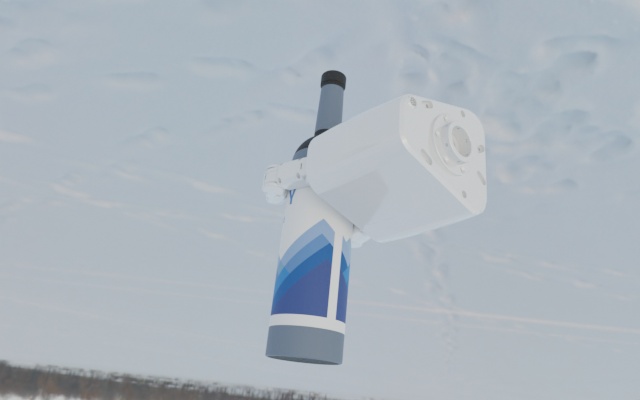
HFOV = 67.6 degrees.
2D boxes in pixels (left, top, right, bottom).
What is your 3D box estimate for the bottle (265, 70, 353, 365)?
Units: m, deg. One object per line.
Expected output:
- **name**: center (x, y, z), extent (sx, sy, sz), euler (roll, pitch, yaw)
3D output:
- **bottle**: center (0.000, 0.002, 0.464), extent (0.069, 0.295, 0.069), euler (5, -22, 2)
